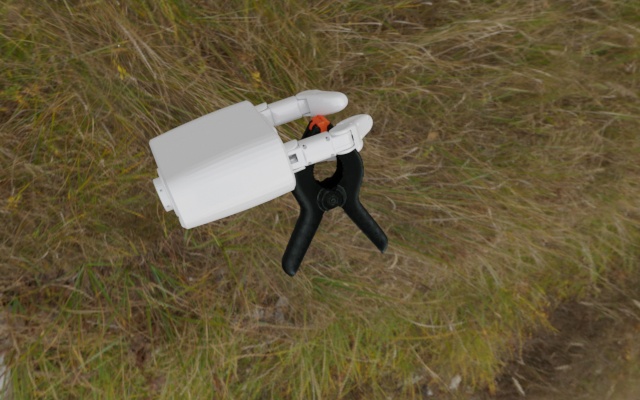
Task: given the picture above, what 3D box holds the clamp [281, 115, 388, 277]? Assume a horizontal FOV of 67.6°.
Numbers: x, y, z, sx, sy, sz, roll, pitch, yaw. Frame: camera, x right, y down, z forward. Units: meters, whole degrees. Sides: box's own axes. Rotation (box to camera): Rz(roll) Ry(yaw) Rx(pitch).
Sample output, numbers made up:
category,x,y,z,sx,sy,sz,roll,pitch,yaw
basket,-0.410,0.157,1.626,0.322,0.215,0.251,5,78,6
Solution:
category,x,y,z,sx,sy,sz,roll,pitch,yaw
clamp,0.000,0.002,0.495,0.120,0.171,0.039,-23,24,-14
